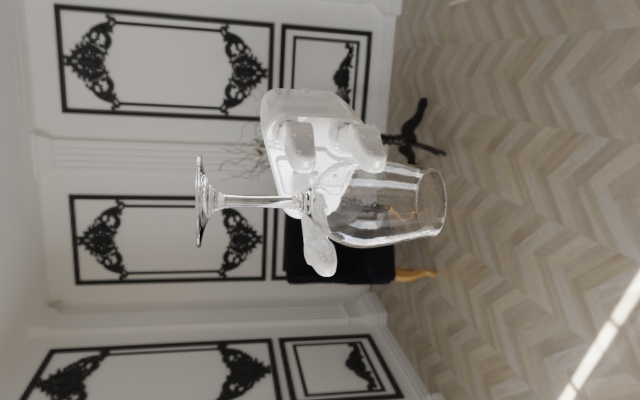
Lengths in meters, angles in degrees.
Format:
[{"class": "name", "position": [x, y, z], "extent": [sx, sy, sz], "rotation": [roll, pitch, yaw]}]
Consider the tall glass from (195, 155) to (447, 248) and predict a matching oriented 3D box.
[{"class": "tall glass", "position": [-0.001, 0.001, 0.401], "extent": [0.201, 0.079, 0.079], "rotation": [1, 0, -11]}]
